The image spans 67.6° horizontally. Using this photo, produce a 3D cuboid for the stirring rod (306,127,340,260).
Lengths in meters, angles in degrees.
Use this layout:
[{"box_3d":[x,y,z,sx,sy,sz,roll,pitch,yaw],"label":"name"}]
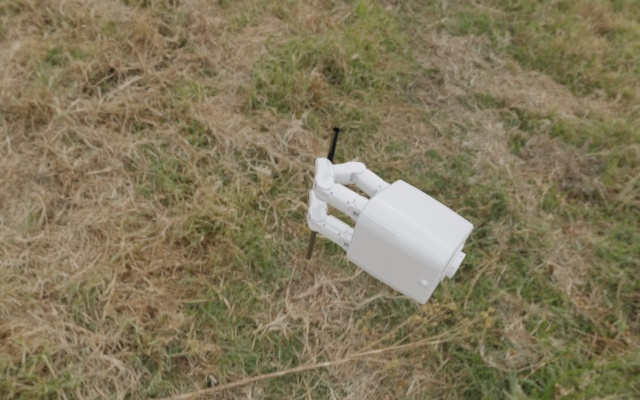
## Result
[{"box_3d":[0.000,0.002,0.632,0.011,0.011,0.240,0,-44,-12],"label":"stirring rod"}]
